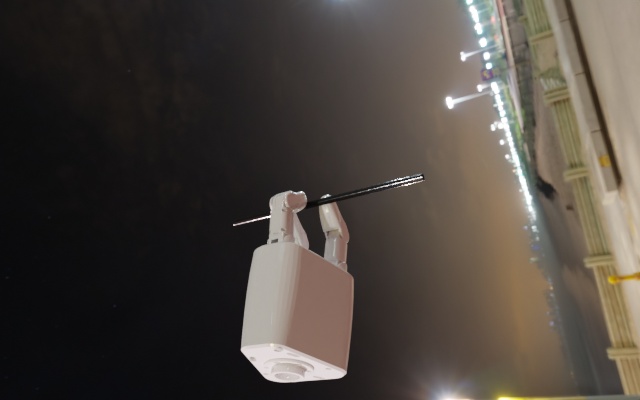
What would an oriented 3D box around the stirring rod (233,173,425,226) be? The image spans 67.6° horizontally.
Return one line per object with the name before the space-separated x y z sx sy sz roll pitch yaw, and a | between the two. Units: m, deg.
stirring rod | 0.000 0.002 0.544 0.239 0.011 0.011 -14 -6 24
